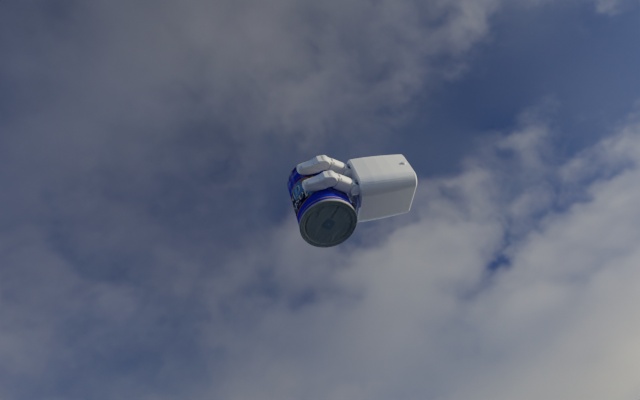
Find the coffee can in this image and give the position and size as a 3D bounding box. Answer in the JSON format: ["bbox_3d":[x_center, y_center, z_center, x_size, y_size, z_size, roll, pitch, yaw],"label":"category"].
[{"bbox_3d":[0.000,0.003,0.876,0.103,0.103,0.140,0,35,-15],"label":"coffee can"}]
